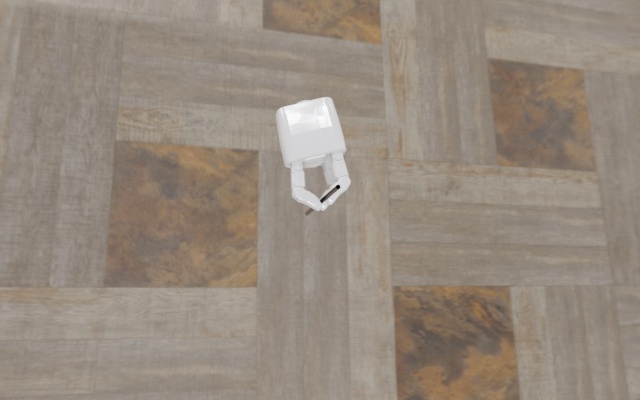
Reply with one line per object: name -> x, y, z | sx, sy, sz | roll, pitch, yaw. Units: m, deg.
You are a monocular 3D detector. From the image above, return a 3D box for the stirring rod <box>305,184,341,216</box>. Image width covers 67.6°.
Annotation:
stirring rod -> 0.000, 0.003, 0.878 | 0.011, 0.011, 0.239 | 0, -12, -14
